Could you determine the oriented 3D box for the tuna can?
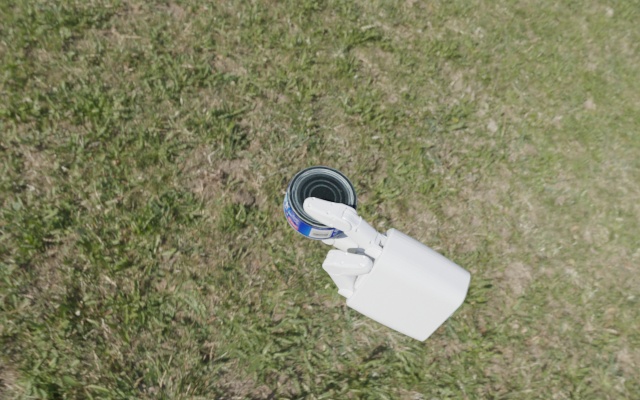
[{"bbox_3d":[0.000,0.002,0.570,0.086,0.086,0.034,0,-28,-12],"label":"tuna can"}]
